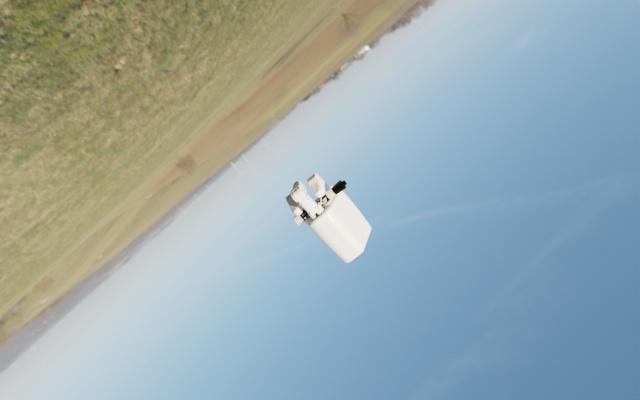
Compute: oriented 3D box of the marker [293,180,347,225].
[{"bbox_3d":[0.000,0.003,0.885,0.121,0.020,0.020,-39,-11,14],"label":"marker"}]
